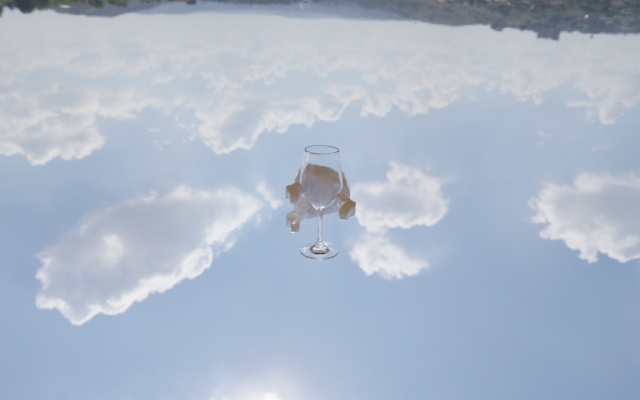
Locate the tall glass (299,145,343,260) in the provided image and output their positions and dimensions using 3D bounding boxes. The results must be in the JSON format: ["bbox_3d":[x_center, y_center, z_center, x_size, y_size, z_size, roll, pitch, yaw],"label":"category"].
[{"bbox_3d":[0.000,0.004,0.877,0.079,0.201,0.079,1,21,0],"label":"tall glass"}]
